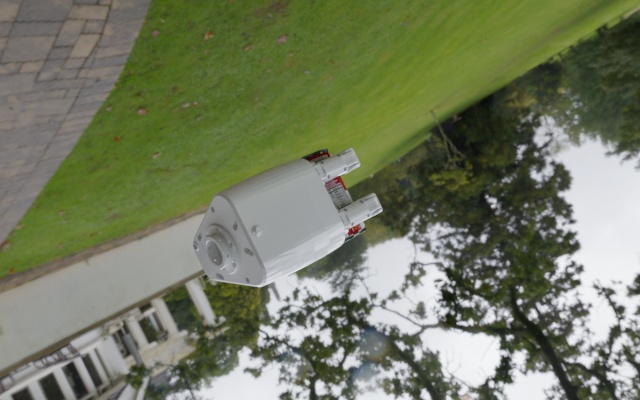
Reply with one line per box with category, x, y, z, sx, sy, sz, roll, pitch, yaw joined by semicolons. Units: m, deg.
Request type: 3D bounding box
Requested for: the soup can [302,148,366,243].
soup can;0.000;0.002;0.539;0.068;0.102;0.068;-26;-2;-1
